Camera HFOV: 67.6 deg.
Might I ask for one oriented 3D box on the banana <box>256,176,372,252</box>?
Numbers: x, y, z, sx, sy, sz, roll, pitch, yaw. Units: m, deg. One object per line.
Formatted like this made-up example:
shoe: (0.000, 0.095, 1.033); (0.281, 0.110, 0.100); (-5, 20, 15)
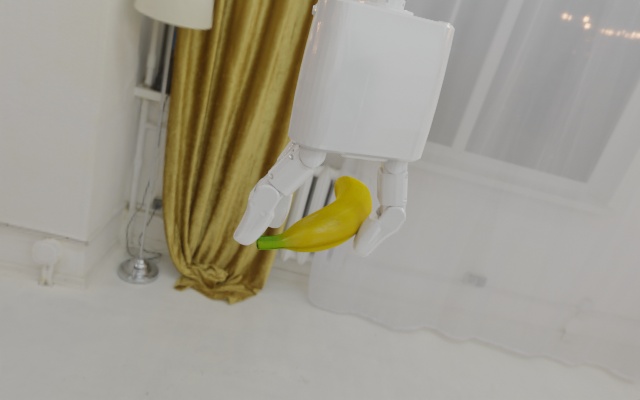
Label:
banana: (0.016, 0.008, 0.466); (0.069, 0.037, 0.197); (18, 22, 19)
